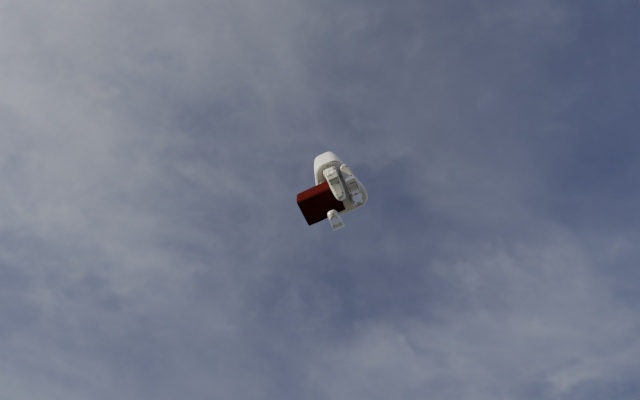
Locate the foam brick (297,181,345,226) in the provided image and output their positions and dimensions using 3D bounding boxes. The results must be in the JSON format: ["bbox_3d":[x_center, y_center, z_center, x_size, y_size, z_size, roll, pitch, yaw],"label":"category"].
[{"bbox_3d":[0.000,0.003,0.895,0.078,0.053,0.051,-24,19,2],"label":"foam brick"}]
